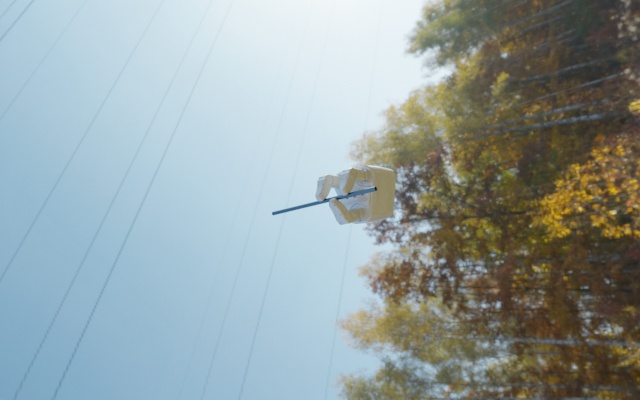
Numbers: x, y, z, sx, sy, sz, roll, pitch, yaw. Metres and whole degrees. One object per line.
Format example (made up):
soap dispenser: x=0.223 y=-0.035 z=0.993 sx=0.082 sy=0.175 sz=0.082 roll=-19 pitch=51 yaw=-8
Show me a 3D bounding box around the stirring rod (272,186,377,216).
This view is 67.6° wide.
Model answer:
stirring rod: x=0.000 y=0.003 z=0.899 sx=0.239 sy=0.011 sz=0.011 roll=-14 pitch=-8 yaw=35
